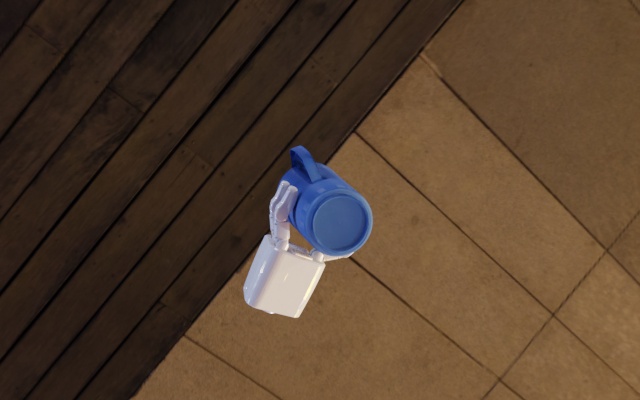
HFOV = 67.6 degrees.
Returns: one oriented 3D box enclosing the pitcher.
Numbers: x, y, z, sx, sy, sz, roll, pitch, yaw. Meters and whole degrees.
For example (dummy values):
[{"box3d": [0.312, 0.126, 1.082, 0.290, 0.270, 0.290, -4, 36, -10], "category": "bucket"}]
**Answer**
[{"box3d": [0.000, 0.003, 0.828, 0.149, 0.145, 0.242, 25, 4, -16], "category": "pitcher"}]
